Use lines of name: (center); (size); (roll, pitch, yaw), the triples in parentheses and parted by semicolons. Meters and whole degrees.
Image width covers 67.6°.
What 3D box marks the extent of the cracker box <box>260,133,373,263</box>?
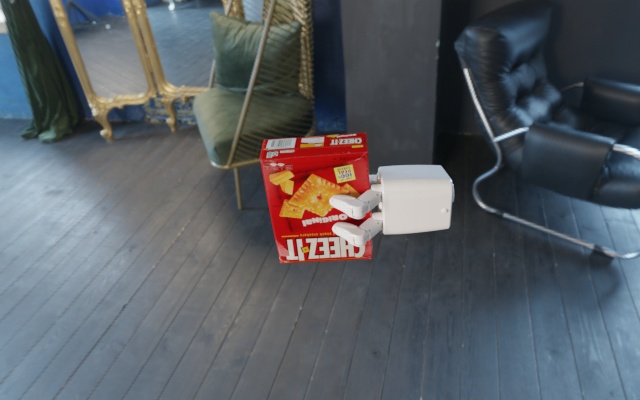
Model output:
cracker box: (0.000, 0.002, 0.779); (0.164, 0.214, 0.072); (-3, 35, 5)
